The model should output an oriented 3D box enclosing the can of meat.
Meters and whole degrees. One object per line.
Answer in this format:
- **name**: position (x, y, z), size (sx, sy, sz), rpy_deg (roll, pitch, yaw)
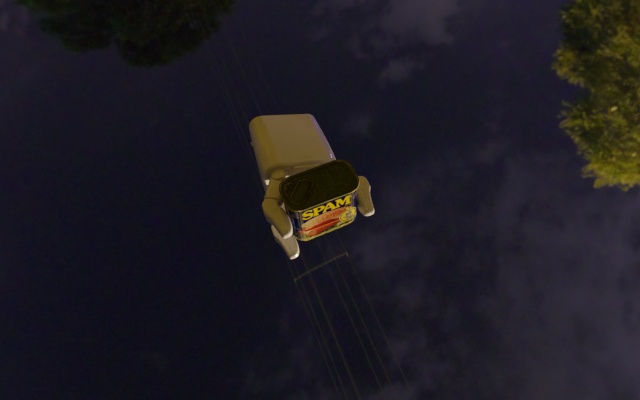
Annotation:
- **can of meat**: position (0.000, 0.002, 0.647), size (0.102, 0.057, 0.084), rpy_deg (-21, -33, -10)
